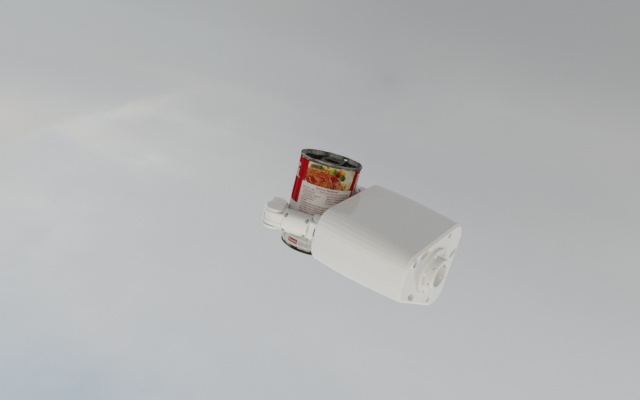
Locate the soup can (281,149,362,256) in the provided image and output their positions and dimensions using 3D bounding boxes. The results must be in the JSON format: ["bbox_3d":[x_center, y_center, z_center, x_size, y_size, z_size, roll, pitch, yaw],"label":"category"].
[{"bbox_3d":[0.000,0.002,0.525,0.068,0.102,0.068,14,16,-4],"label":"soup can"}]
